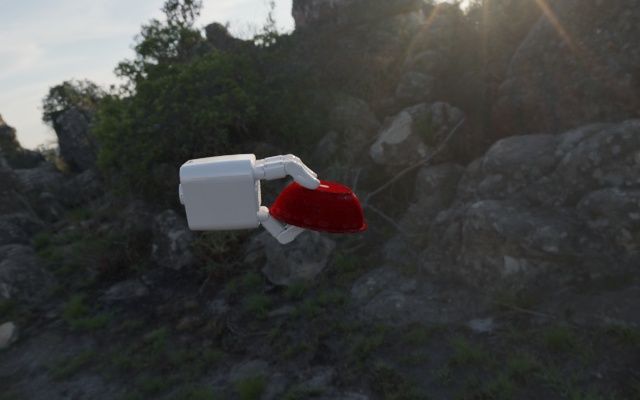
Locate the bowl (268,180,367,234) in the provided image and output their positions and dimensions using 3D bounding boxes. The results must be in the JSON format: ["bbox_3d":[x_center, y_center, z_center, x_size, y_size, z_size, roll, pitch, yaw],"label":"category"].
[{"bbox_3d":[0.001,0.002,0.763,0.162,0.055,0.162,10,12,-2],"label":"bowl"}]
